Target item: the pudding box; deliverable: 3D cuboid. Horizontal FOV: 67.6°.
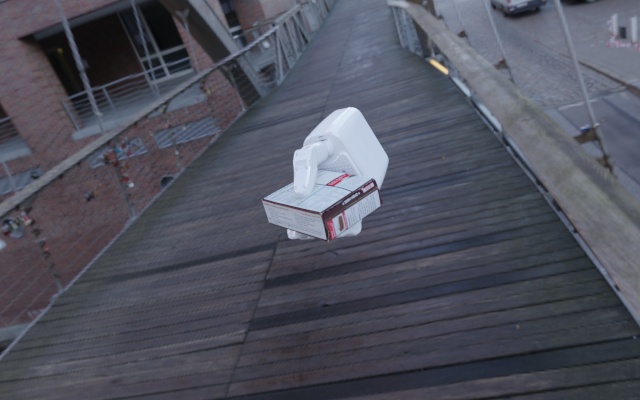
[{"bbox_3d":[0.000,0.002,0.553,0.090,0.039,0.113,-33,27,-32],"label":"pudding box"}]
